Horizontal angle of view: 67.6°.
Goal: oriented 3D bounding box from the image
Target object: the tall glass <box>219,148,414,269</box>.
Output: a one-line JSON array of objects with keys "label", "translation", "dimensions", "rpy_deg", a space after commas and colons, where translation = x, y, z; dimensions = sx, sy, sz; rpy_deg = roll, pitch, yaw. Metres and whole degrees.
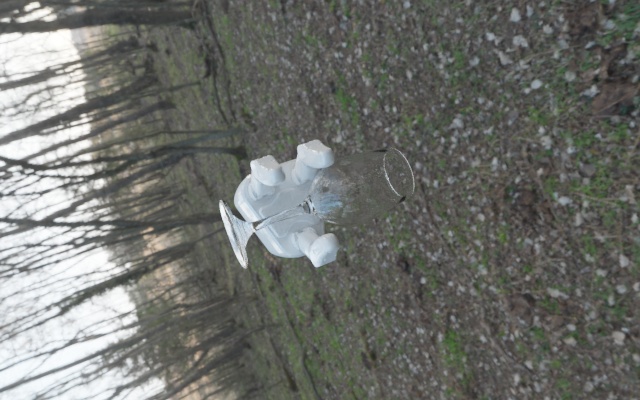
[{"label": "tall glass", "translation": [0.000, 0.002, 0.512], "dimensions": [0.201, 0.079, 0.079], "rpy_deg": [-20, 6, -18]}]
